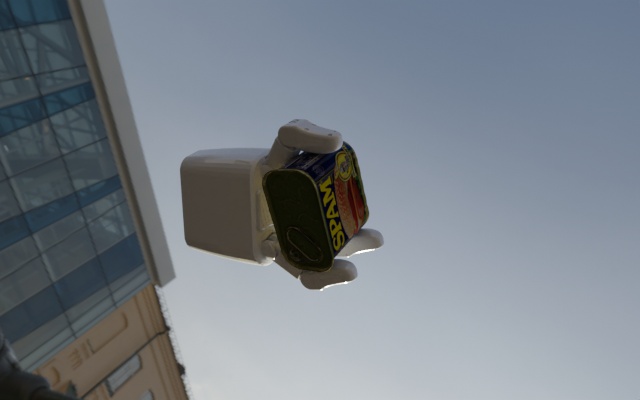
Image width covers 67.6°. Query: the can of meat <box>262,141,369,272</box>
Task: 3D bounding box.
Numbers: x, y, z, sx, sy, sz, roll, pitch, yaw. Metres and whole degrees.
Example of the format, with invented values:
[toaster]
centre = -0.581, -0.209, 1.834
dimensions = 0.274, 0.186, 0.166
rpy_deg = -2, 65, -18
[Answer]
[can of meat]
centre = 0.000, 0.001, 0.451
dimensions = 0.057, 0.102, 0.084
rpy_deg = 2, 28, 33
